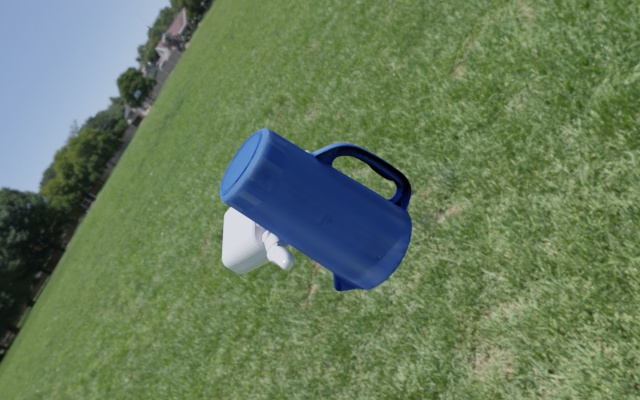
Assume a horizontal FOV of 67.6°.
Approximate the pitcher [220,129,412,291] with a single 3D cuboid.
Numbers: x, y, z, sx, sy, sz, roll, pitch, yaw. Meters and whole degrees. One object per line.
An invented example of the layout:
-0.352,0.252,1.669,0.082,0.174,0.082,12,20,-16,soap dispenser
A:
0.000,0.002,0.638,0.243,0.149,0.145,32,-39,-23,pitcher
